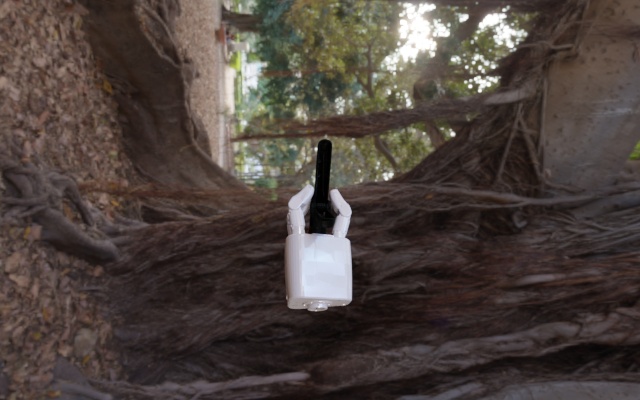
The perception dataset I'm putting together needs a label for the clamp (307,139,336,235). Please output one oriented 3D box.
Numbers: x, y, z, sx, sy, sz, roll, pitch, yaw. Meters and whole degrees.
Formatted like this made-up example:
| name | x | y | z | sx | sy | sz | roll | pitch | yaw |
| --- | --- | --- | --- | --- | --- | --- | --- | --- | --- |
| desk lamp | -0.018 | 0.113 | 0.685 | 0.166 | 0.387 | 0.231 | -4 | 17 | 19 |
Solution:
| name | x | y | z | sx | sy | sz | roll | pitch | yaw |
| --- | --- | --- | --- | --- | --- | --- | --- | --- | --- |
| clamp | 0.001 | 0.003 | 0.853 | 0.036 | 0.164 | 0.210 | 3 | -24 | -6 |
